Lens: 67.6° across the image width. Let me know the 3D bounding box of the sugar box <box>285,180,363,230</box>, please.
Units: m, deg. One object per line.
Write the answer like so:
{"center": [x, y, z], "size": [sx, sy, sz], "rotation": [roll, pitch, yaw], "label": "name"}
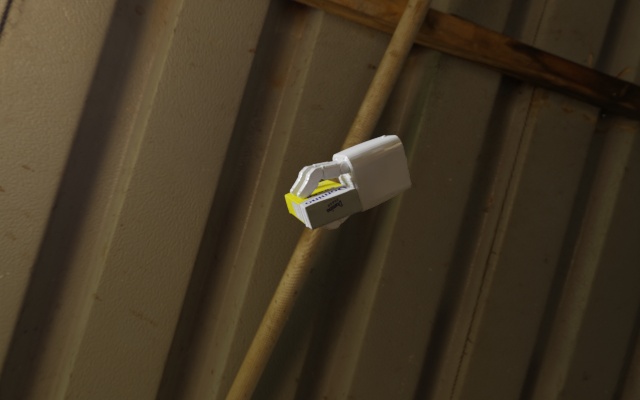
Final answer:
{"center": [0.000, 0.002, 0.838], "size": [0.093, 0.048, 0.176], "rotation": [-21, 9, -12], "label": "sugar box"}
